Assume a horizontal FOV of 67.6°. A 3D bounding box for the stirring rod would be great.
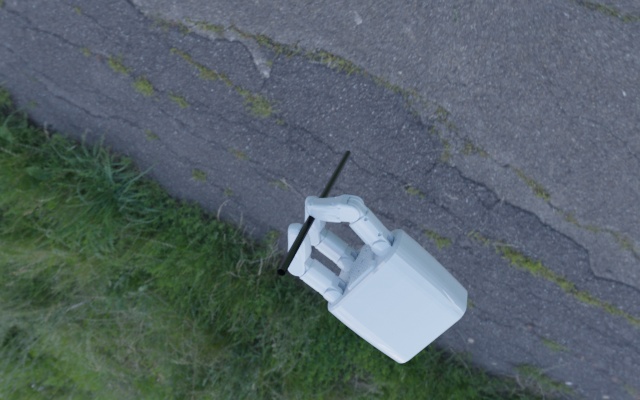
[{"bbox_3d":[0.000,0.002,0.527,0.011,0.011,0.239,0,32,20],"label":"stirring rod"}]
